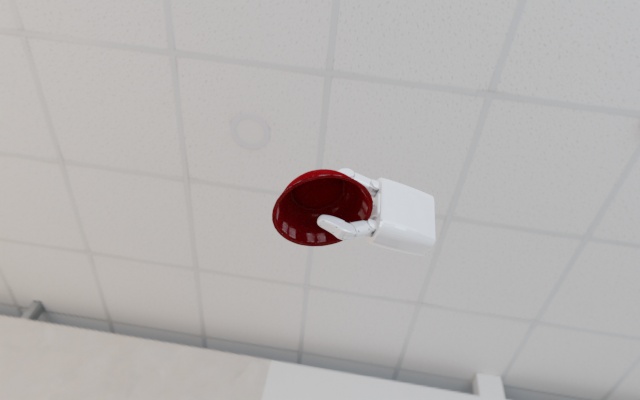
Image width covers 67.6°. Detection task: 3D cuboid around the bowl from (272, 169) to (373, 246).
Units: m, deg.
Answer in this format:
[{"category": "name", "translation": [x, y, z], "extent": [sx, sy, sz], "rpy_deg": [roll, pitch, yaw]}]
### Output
[{"category": "bowl", "translation": [-0.001, 0.002, 0.769], "extent": [0.162, 0.055, 0.162], "rpy_deg": [-6, -44, -6]}]
